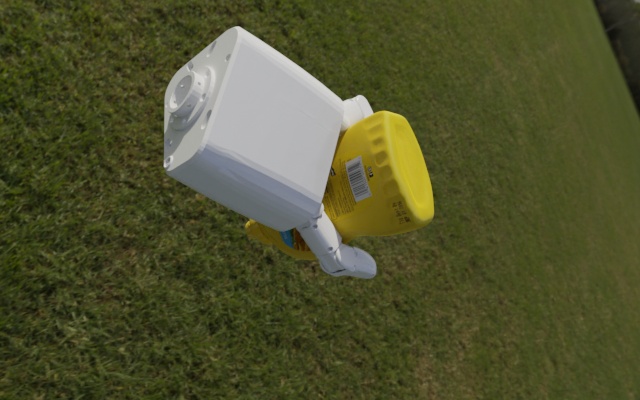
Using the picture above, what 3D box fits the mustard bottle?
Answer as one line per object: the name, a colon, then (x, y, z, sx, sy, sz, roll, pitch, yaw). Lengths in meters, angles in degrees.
mustard bottle: (0.000, 0.001, 0.426, 0.192, 0.096, 0.058, -22, -12, 37)
